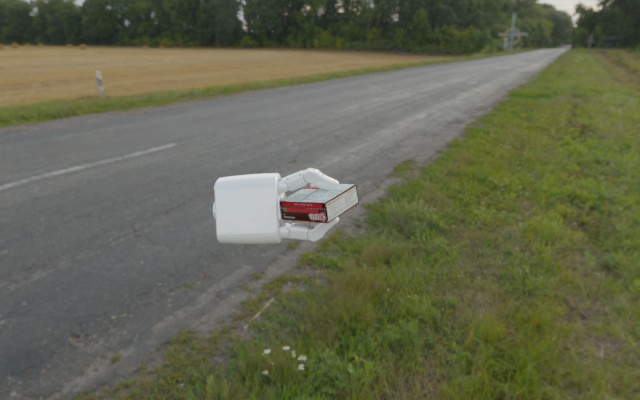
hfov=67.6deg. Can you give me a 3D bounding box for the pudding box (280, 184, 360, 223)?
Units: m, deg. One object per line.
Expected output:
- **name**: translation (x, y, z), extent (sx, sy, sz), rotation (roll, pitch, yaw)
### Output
- **pudding box**: translation (0.000, 0.002, 0.798), extent (0.090, 0.039, 0.113), rotation (4, 21, 32)
